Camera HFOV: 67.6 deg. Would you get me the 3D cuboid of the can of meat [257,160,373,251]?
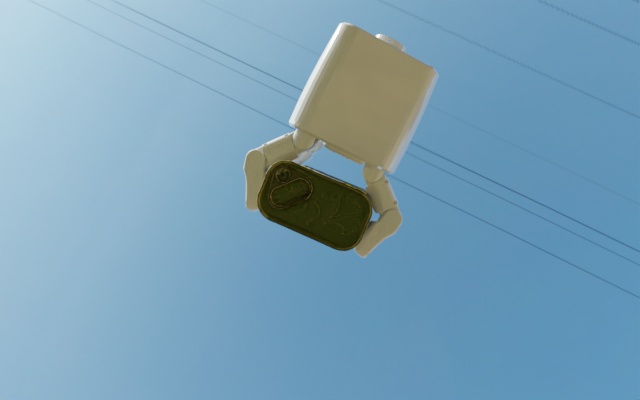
[{"bbox_3d":[0.000,0.002,0.463,0.102,0.057,0.084,23,7,6],"label":"can of meat"}]
